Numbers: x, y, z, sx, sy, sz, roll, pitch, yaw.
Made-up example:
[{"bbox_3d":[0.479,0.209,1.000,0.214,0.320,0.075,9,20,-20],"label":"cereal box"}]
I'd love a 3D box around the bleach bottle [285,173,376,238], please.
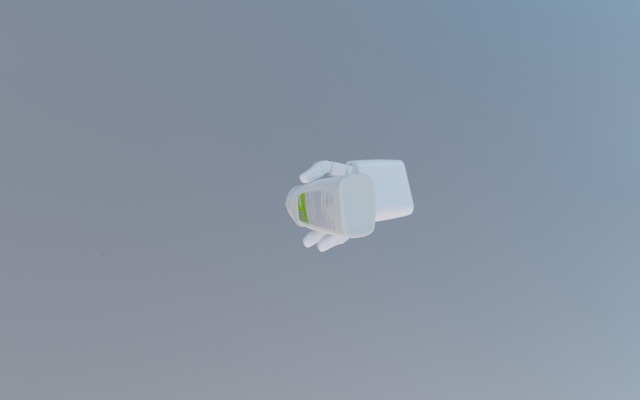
[{"bbox_3d":[0.000,0.003,0.833,0.068,0.102,0.251,-6,6,-27],"label":"bleach bottle"}]
